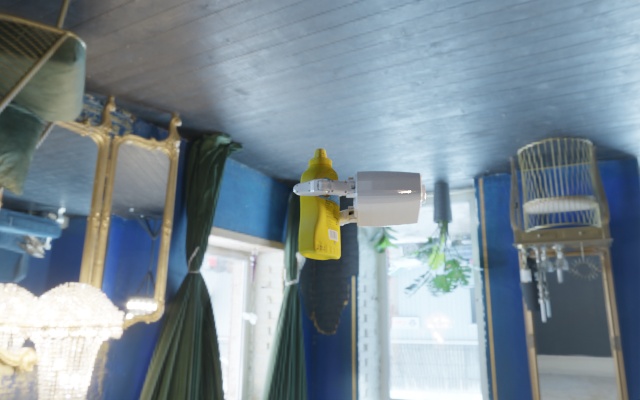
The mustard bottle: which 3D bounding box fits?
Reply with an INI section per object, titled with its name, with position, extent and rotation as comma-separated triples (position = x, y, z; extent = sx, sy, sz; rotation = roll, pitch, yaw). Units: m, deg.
[mustard bottle]
position = 0.000, 0.003, 0.826
extent = 0.058, 0.191, 0.096
rotation = -7, -16, 29
